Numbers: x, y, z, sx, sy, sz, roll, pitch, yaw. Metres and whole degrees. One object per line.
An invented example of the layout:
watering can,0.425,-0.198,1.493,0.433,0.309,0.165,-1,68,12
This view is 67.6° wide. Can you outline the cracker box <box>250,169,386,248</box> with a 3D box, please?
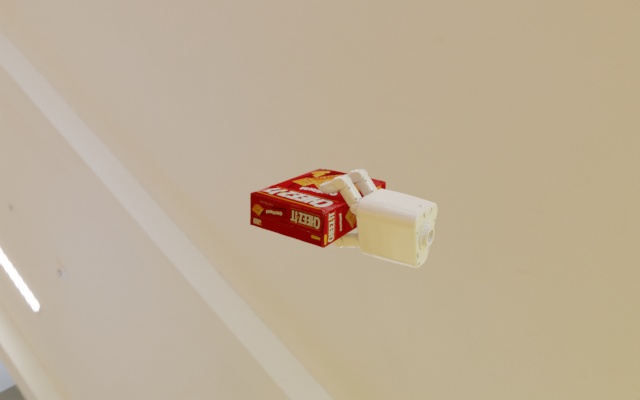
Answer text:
cracker box,0.000,0.003,0.887,0.164,0.072,0.213,14,22,32
